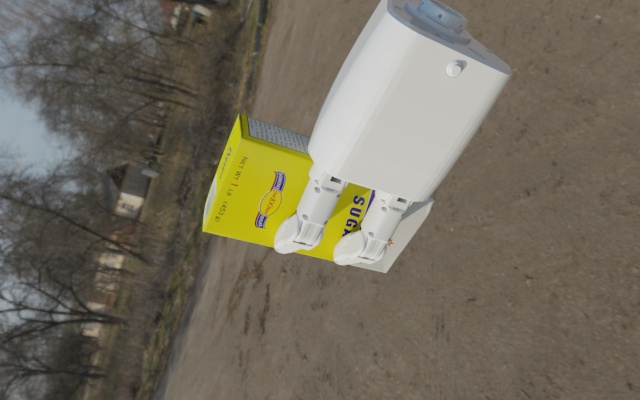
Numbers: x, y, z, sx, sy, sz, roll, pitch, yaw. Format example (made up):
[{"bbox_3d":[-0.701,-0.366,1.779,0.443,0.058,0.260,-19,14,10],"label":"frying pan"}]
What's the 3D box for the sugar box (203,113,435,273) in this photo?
[{"bbox_3d":[0.000,0.002,0.402,0.176,0.093,0.048,16,31,-21],"label":"sugar box"}]
